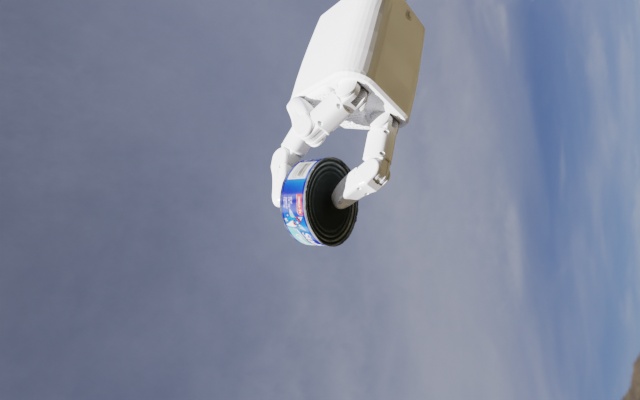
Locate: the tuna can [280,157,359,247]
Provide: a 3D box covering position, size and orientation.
[{"bbox_3d":[0.000,0.002,0.464,0.034,0.086,0.086,-1,-1,38],"label":"tuna can"}]
